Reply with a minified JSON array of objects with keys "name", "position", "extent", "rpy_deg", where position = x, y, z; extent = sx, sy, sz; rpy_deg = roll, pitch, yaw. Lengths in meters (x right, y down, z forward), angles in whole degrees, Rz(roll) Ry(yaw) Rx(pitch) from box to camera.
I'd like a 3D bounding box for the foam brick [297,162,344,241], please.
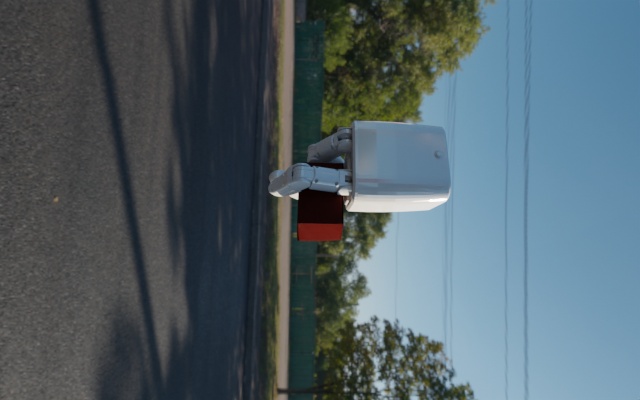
[{"name":"foam brick","position":[0.000,0.002,0.544],"extent":[0.051,0.078,0.053],"rpy_deg":[2,-25,-1]}]
